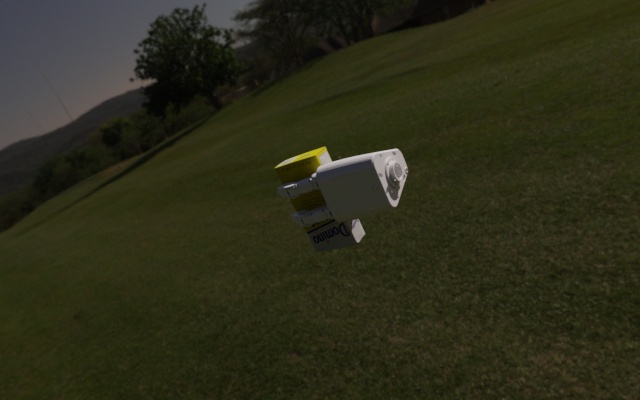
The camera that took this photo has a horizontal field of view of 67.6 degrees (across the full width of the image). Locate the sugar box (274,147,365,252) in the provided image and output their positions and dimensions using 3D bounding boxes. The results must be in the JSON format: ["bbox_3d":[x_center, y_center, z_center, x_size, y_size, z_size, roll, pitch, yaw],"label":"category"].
[{"bbox_3d":[0.000,0.003,0.832,0.093,0.176,0.048,-14,18,35],"label":"sugar box"}]
